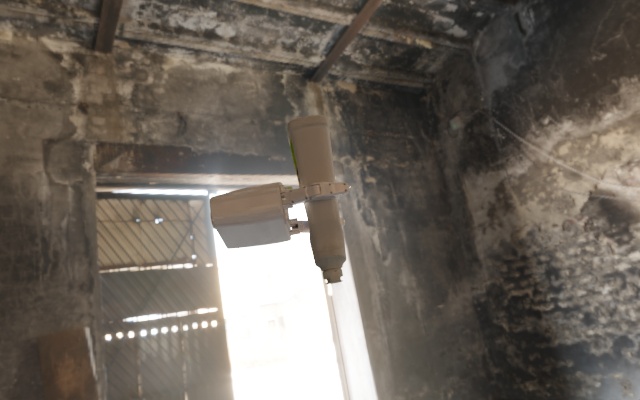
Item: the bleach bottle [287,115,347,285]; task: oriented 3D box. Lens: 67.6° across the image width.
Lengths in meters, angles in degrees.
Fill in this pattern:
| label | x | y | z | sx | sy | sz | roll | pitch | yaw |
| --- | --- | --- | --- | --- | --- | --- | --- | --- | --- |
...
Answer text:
| label | x | y | z | sx | sy | sz | roll | pitch | yaw |
| --- | --- | --- | --- | --- | --- | --- | --- | --- | --- |
| bleach bottle | 0.000 | 0.002 | 0.743 | 0.068 | 0.250 | 0.102 | -9 | -15 | -2 |
